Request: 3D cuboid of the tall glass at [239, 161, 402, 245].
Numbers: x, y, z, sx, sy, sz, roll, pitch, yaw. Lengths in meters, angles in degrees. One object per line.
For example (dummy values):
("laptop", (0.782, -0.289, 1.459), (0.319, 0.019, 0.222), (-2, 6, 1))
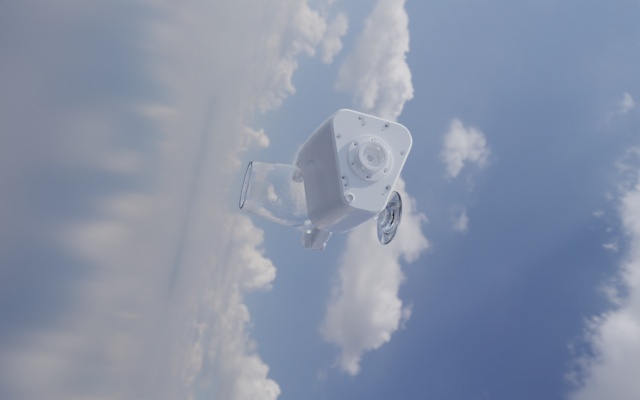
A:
("tall glass", (0.001, 0.002, 0.621), (0.201, 0.079, 0.079), (13, -3, -15))
